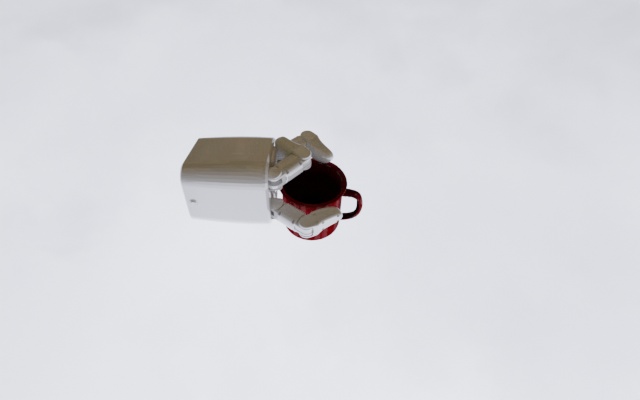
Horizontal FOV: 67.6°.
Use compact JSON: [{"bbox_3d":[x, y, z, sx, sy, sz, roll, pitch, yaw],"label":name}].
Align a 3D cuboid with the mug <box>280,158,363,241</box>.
[{"bbox_3d":[0.002,0.002,0.666,0.117,0.093,0.082,4,-43,1],"label":"mug"}]
